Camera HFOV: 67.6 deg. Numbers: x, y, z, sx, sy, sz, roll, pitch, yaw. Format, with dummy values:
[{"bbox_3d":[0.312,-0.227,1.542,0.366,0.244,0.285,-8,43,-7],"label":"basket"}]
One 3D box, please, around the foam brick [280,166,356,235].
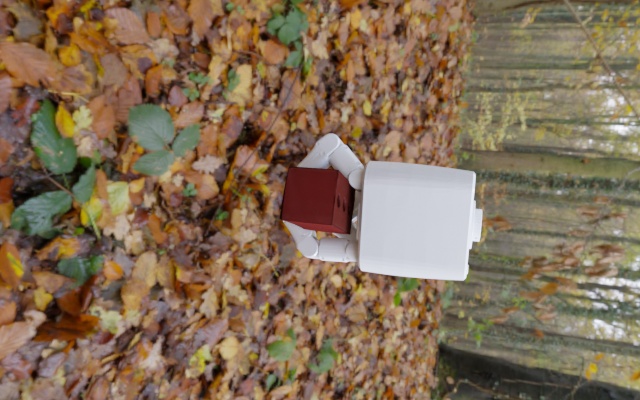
[{"bbox_3d":[0.000,0.002,0.470,0.051,0.053,0.078,6,-8,17],"label":"foam brick"}]
